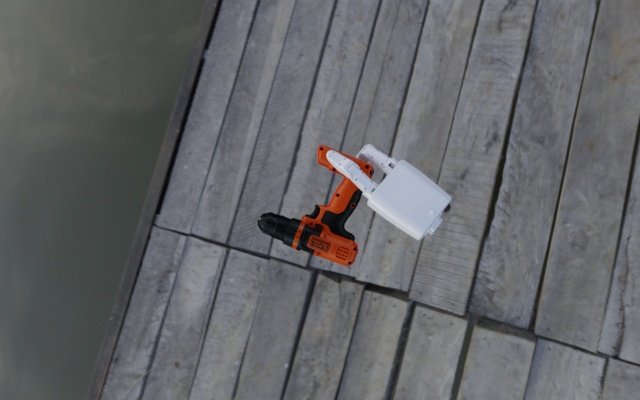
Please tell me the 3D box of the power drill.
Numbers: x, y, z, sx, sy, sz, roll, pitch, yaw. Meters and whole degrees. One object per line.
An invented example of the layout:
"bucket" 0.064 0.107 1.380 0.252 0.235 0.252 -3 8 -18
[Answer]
"power drill" 0.001 0.002 0.835 0.184 0.187 0.057 21 5 2
